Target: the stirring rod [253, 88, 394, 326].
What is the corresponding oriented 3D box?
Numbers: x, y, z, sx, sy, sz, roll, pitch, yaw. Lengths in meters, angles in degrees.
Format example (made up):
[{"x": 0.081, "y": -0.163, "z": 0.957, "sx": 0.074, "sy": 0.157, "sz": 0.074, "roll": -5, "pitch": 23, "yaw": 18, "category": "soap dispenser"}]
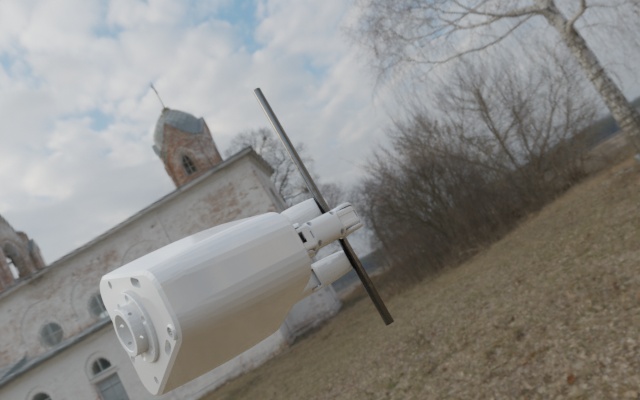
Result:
[{"x": 0.000, "y": 0.001, "z": 0.423, "sx": 0.011, "sy": 0.239, "sz": 0.011, "roll": -29, "pitch": -8, "yaw": -5, "category": "stirring rod"}]
